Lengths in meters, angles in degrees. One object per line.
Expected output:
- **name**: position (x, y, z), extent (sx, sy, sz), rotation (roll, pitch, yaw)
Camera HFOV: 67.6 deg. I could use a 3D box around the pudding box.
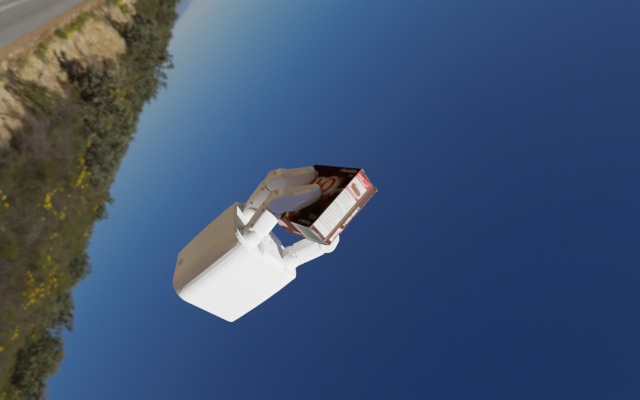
- **pudding box**: position (0.000, 0.002, 0.563), extent (0.039, 0.090, 0.113), rotation (49, -17, -27)
